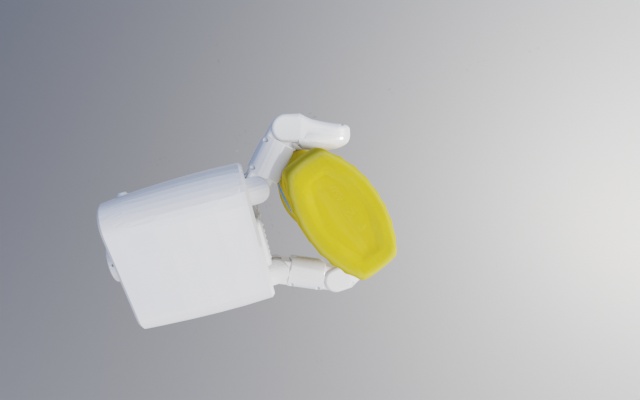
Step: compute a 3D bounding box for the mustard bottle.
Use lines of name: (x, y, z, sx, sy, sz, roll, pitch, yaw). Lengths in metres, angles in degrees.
mustard bottle: (0.000, 0.001, 0.411, 0.058, 0.096, 0.191, -39, 11, -4)
